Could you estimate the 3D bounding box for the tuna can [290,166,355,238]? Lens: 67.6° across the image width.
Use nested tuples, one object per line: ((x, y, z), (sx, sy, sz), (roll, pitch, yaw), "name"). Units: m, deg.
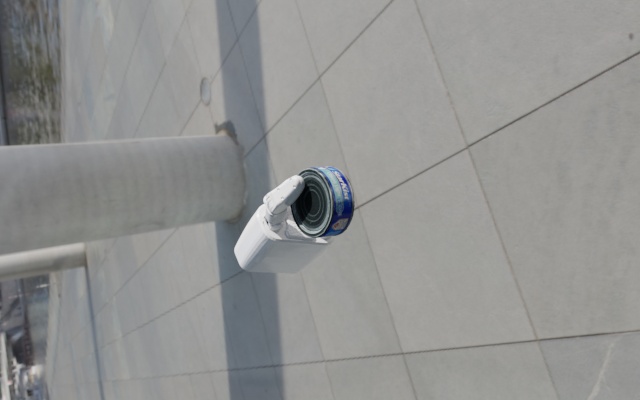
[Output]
((0.000, 0.002, 0.574), (0.034, 0.086, 0.086), (-5, 3, -39), "tuna can")
